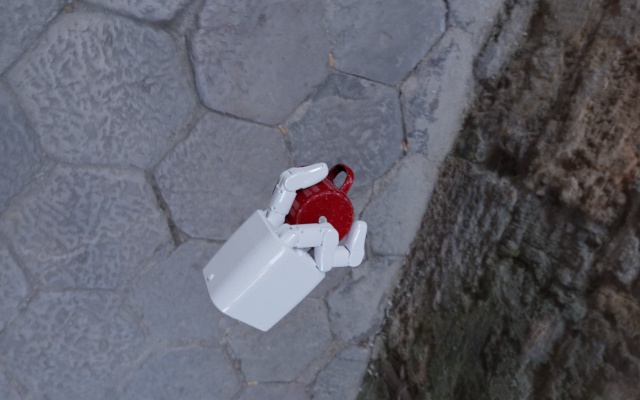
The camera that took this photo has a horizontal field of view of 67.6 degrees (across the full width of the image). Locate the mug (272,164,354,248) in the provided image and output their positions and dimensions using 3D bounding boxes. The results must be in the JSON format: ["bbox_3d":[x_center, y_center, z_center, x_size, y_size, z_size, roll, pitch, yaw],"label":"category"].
[{"bbox_3d":[0.001,0.001,0.622,0.093,0.117,0.081,42,2,-32],"label":"mug"}]
